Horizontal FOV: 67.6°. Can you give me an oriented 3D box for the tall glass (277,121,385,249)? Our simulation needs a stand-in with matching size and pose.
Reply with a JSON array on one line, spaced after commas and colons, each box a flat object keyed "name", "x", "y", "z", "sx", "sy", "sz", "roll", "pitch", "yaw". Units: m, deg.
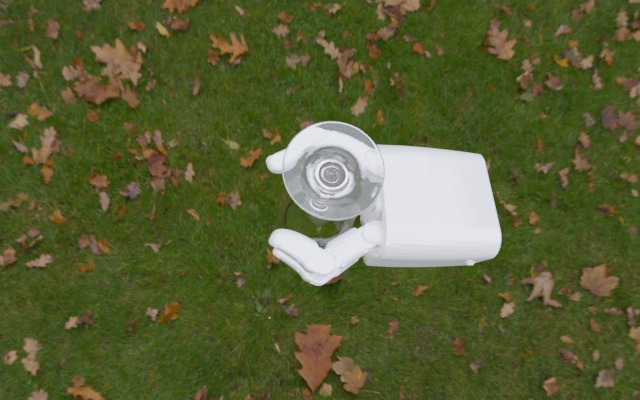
[{"name": "tall glass", "x": 0.000, "y": 0.001, "z": 0.435, "sx": 0.079, "sy": 0.079, "sz": 0.201, "roll": 0, "pitch": -14, "yaw": -6}]
